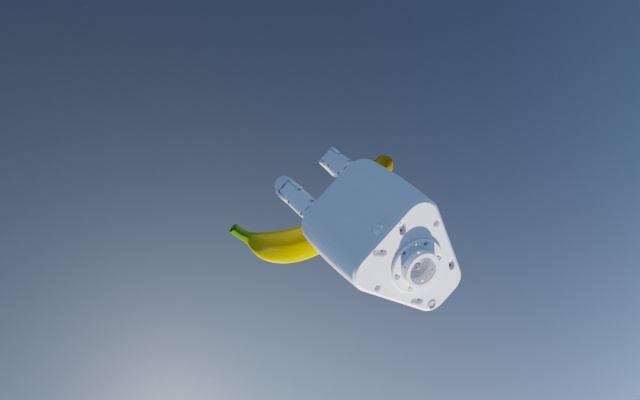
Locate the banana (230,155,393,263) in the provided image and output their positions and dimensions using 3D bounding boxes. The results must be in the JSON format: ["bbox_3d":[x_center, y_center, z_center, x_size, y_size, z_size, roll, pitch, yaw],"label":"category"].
[{"bbox_3d":[0.004,0.019,0.530,0.198,0.070,0.037,-26,19,-9],"label":"banana"}]
